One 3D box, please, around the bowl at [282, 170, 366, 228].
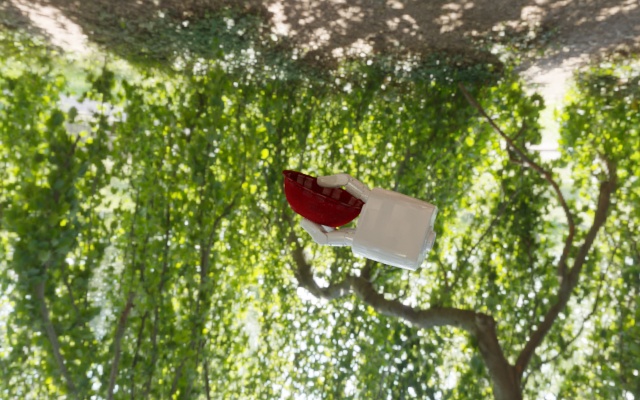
[{"bbox_3d":[-0.001,0.003,0.824,0.162,0.055,0.162,22,11,-4],"label":"bowl"}]
